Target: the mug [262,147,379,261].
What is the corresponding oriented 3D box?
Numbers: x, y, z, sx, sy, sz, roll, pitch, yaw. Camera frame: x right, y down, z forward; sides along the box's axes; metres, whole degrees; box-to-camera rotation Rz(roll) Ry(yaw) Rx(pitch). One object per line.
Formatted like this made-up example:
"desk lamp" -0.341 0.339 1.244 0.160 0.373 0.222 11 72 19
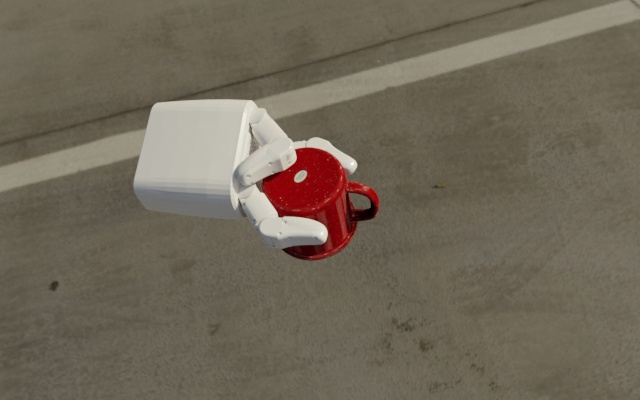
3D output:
"mug" 0.001 0.002 0.480 0.117 0.093 0.082 3 -34 11
